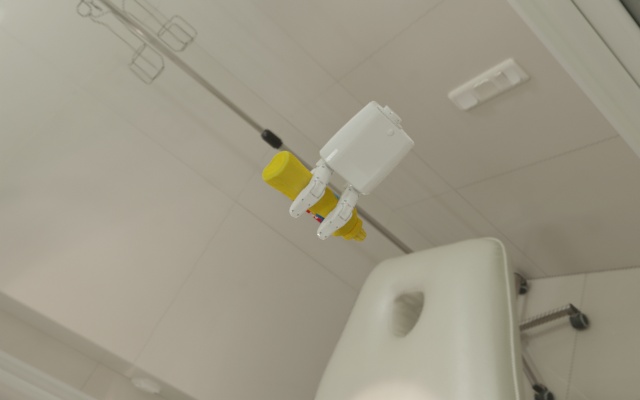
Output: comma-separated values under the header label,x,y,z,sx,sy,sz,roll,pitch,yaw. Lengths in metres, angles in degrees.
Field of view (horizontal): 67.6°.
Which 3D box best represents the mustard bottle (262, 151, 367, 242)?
label,x,y,z,sx,sy,sz,roll,pitch,yaw
mustard bottle,0.000,0.003,0.748,0.192,0.058,0.096,39,-6,-19
